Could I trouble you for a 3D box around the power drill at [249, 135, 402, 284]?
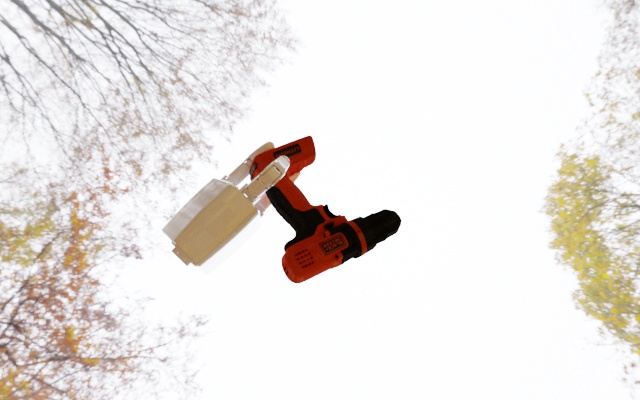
[{"bbox_3d":[0.000,0.002,0.665,0.184,0.187,0.057,-23,-20,-24],"label":"power drill"}]
